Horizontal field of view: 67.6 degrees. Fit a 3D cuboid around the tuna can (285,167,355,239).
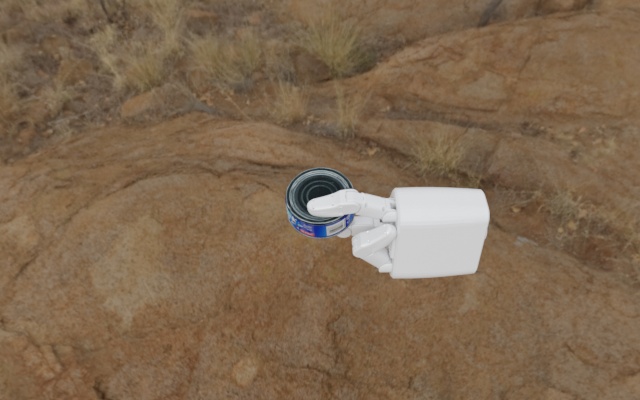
[{"bbox_3d":[0.000,0.002,0.583,0.086,0.086,0.034,0,-34,4],"label":"tuna can"}]
